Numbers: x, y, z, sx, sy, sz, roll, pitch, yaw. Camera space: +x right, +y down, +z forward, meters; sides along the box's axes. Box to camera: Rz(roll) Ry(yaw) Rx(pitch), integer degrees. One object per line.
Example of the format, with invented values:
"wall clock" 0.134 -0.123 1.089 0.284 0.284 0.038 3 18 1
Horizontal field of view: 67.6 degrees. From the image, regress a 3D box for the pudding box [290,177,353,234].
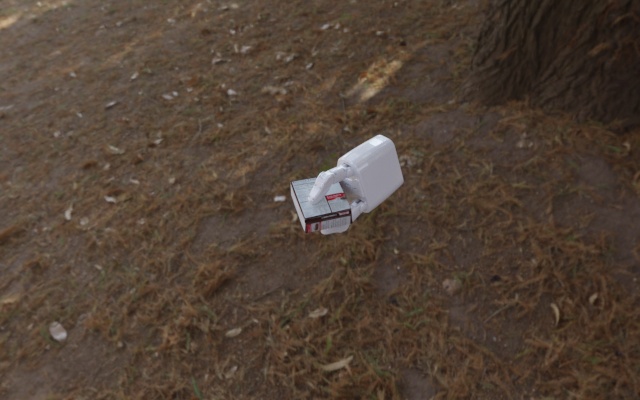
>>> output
"pudding box" 0.000 0.003 0.871 0.090 0.039 0.113 -12 41 -9
